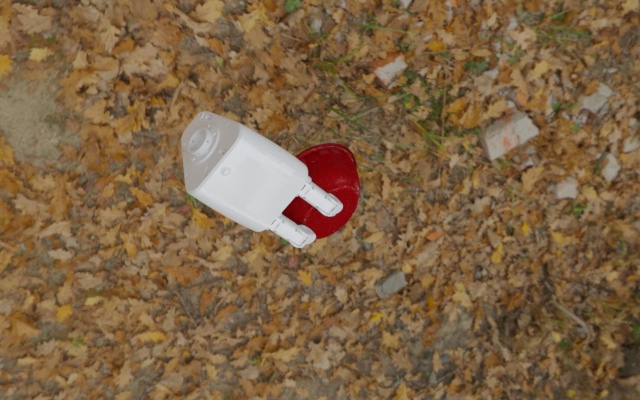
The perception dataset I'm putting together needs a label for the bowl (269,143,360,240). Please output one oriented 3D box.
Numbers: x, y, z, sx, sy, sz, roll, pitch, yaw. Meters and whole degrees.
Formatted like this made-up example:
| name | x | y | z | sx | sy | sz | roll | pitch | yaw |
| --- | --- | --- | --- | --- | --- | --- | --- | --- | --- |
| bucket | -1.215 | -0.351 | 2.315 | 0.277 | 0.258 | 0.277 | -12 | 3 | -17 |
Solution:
| name | x | y | z | sx | sy | sz | roll | pitch | yaw |
| --- | --- | --- | --- | --- | --- | --- | --- | --- | --- |
| bowl | 0.001 | 0.003 | 0.664 | 0.162 | 0.162 | 0.055 | 0 | 37 | -45 |
